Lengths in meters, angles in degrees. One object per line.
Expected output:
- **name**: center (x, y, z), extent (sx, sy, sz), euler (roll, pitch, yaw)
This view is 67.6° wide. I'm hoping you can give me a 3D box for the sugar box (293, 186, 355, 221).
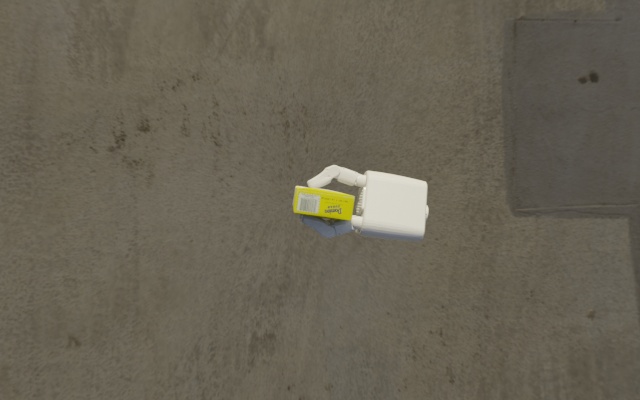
- **sugar box**: center (0.000, 0.003, 0.815), extent (0.093, 0.048, 0.176), euler (9, 0, -3)
